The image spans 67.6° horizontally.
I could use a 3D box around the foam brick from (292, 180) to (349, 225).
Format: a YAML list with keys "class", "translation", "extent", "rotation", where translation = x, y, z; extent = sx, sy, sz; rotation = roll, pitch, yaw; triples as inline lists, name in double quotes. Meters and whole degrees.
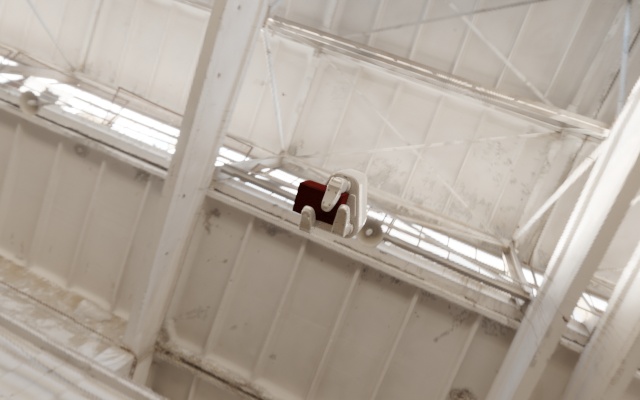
- class: "foam brick"
  translation: [0.000, 0.002, 0.810]
  extent: [0.078, 0.053, 0.051]
  rotation: [20, 13, 12]
